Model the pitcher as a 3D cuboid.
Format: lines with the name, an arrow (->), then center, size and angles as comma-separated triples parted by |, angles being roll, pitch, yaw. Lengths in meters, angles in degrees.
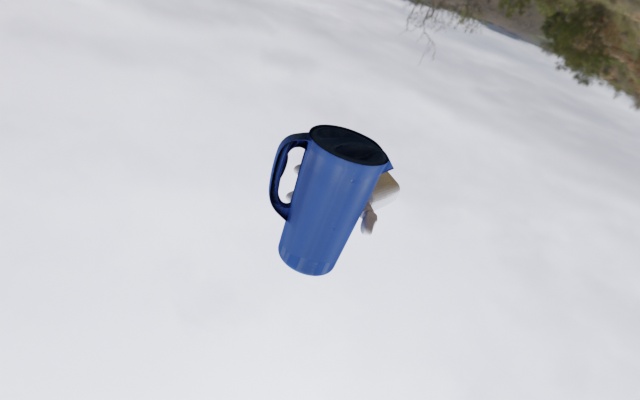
pitcher -> 0.000, 0.003, 0.799 | 0.149, 0.243, 0.145 | 34, 31, 24
